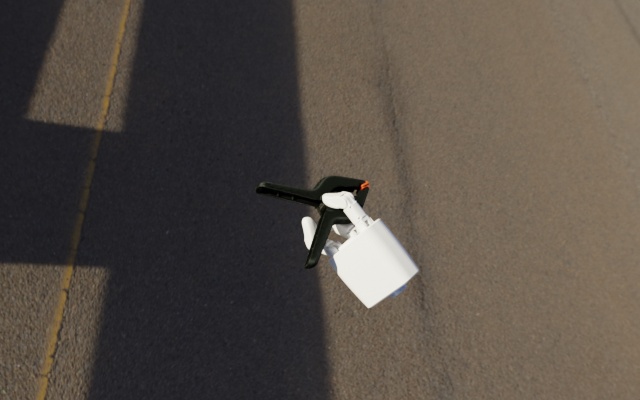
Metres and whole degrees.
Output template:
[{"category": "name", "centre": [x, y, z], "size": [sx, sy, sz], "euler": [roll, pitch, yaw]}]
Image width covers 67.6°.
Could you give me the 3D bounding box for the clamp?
[{"category": "clamp", "centre": [0.001, 0.002, 0.824], "size": [0.210, 0.164, 0.036], "euler": [-33, -10, -37]}]
